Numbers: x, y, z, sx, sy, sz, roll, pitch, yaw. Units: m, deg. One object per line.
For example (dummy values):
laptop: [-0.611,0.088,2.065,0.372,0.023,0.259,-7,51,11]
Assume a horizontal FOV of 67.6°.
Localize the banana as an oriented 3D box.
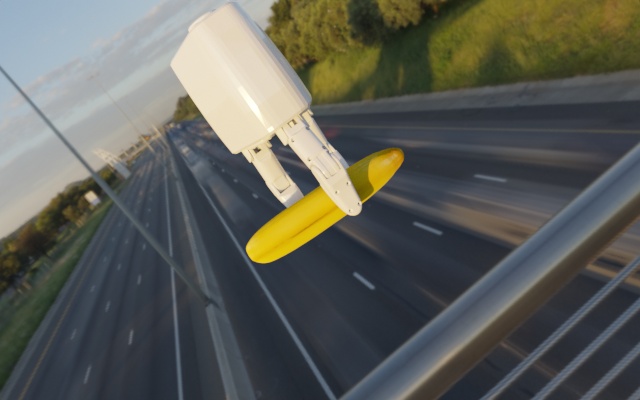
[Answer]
banana: [-0.005,0.009,0.465,0.198,0.037,0.069,-34,10,15]
